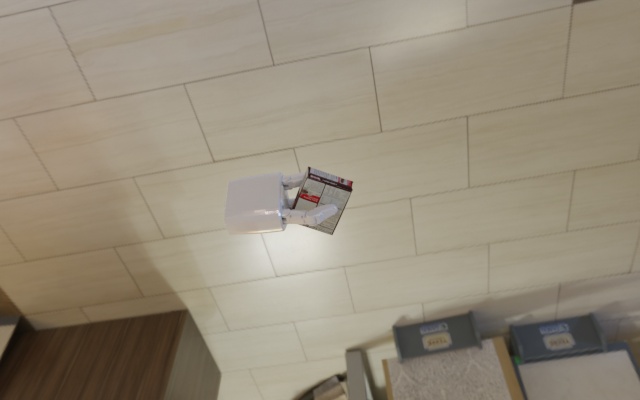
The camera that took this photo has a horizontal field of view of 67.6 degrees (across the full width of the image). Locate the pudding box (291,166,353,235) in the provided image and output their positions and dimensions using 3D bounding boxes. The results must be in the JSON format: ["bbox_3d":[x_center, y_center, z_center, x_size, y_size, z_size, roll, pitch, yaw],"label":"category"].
[{"bbox_3d":[0.000,0.003,0.887,0.090,0.114,0.039,18,35,-8],"label":"pudding box"}]
